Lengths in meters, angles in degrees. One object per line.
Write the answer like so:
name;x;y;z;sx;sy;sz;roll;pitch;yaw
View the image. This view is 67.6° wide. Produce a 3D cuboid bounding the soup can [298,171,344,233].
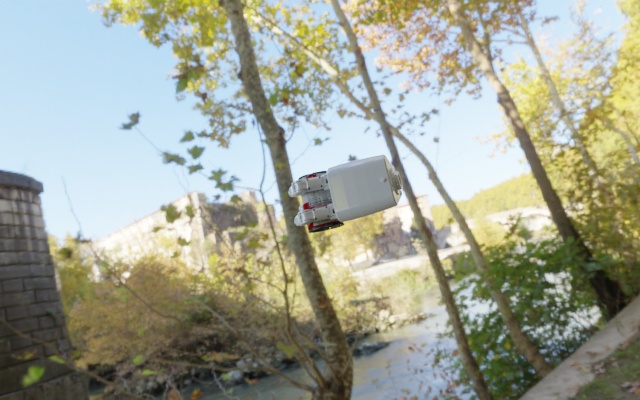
soup can;0.000;0.003;0.880;0.068;0.102;0.068;-12;-9;-2
